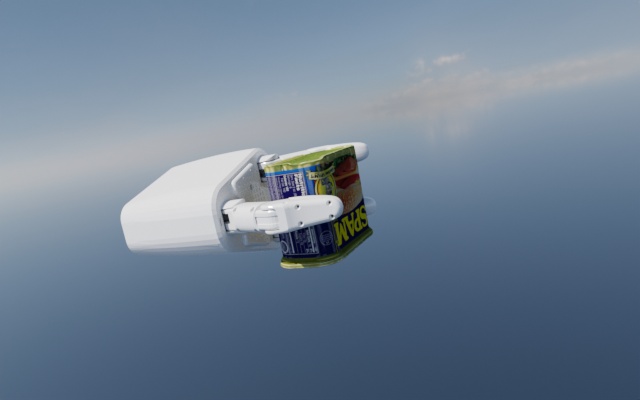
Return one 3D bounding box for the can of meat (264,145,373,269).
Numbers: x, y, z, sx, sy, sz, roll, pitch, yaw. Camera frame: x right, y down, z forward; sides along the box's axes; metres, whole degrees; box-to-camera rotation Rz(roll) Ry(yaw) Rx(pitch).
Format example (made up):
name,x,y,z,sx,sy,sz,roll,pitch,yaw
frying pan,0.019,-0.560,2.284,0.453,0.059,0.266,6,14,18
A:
name,x,y,z,sx,sy,sz,roll,pitch,yaw
can of meat,0.000,0.001,0.411,0.057,0.084,0.102,-6,10,28
